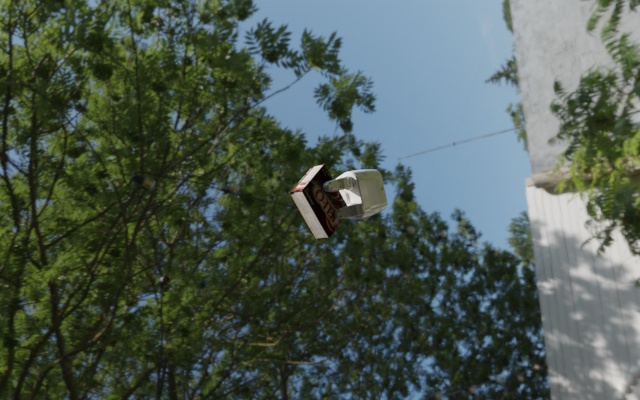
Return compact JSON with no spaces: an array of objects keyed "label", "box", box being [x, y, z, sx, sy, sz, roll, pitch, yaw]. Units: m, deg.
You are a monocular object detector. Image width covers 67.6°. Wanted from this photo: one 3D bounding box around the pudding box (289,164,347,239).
[{"label":"pudding box","box":[0.000,0.003,0.898,0.039,0.113,0.090,-13,28,39]}]
